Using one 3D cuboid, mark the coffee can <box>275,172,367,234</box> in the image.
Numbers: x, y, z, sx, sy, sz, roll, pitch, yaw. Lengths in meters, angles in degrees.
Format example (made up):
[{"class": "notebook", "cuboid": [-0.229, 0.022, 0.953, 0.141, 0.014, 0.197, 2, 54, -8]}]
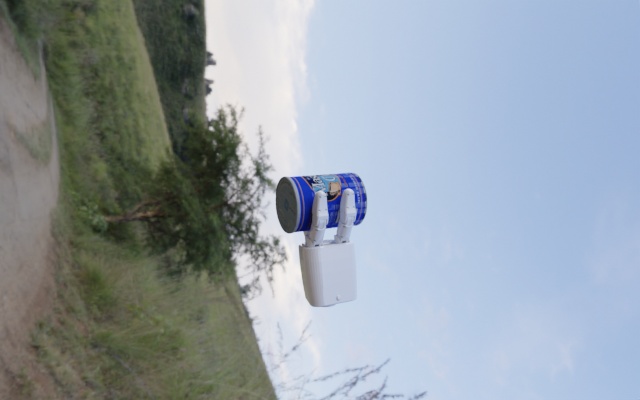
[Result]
[{"class": "coffee can", "cuboid": [0.000, 0.003, 0.880, 0.140, 0.103, 0.103, -5, 2, -26]}]
